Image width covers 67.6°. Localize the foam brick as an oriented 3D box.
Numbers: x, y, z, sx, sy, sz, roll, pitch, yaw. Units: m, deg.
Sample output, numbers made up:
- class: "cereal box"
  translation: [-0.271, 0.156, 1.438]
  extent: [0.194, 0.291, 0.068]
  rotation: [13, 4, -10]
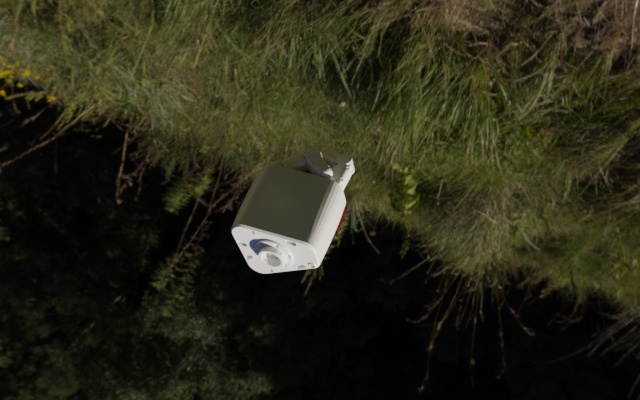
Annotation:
- class: "foam brick"
  translation: [0.000, 0.002, 0.675]
  extent: [0.053, 0.078, 0.051]
  rotation: [2, 45, 21]
